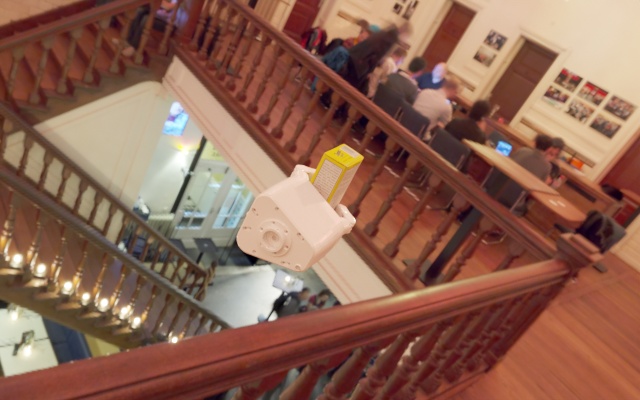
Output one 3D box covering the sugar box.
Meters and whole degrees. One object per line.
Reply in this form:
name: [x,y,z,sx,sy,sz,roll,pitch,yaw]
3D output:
sugar box: [0.000,0.002,0.745,0.048,0.176,0.093,35,24,10]
